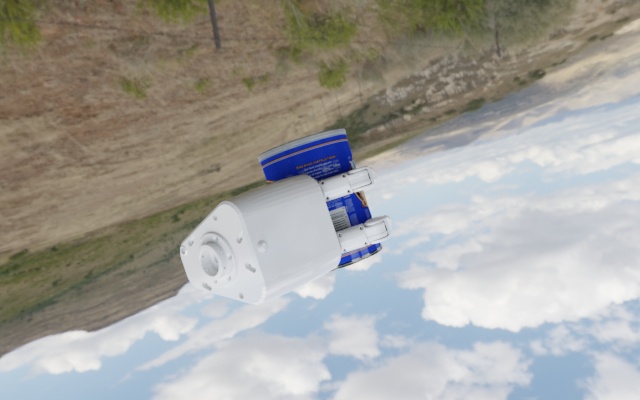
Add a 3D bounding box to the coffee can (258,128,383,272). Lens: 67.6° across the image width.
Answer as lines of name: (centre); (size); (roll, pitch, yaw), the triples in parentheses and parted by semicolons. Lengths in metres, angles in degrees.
coffee can: (0.000, 0.002, 0.538); (0.103, 0.140, 0.103); (-18, 1, 0)
